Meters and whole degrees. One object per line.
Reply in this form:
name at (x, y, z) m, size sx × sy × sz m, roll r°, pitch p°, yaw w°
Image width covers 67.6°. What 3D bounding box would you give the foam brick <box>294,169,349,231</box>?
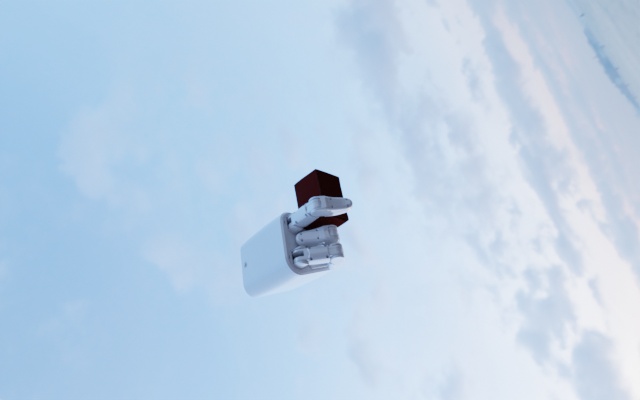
foam brick at (0.000, 0.002, 0.709) m, size 0.053 × 0.078 × 0.051 m, roll 19°, pitch -41°, yaw -41°
